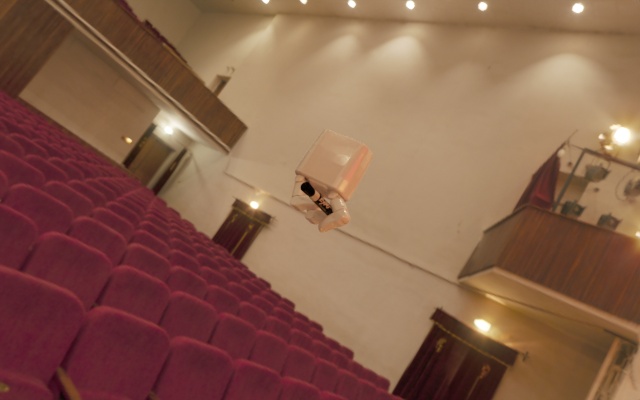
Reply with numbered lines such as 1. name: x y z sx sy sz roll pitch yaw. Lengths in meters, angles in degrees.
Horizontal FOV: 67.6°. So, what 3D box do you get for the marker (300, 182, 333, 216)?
1. marker: 0.000 0.003 0.844 0.020 0.020 0.121 0 -29 34
